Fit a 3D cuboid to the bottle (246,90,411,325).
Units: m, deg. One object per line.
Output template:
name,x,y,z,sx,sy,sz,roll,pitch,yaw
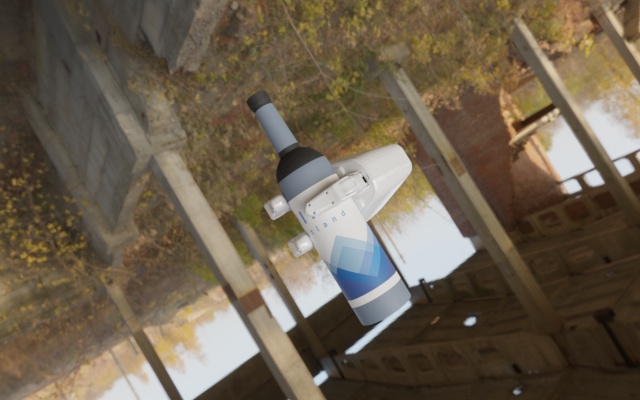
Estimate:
bottle,0.000,0.002,0.561,0.069,0.295,0.069,-31,-2,-1
